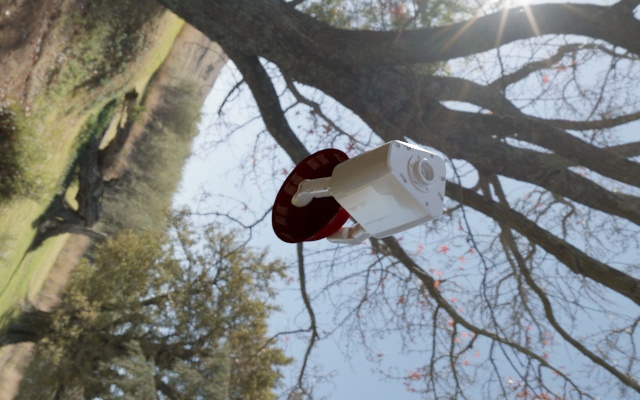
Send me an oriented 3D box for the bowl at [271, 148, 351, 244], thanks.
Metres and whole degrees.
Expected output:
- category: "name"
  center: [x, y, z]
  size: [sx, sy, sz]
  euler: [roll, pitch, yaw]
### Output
- category: "bowl"
  center: [0.000, 0.003, 0.725]
  size: [0.162, 0.162, 0.055]
  euler: [0, -28, 47]
